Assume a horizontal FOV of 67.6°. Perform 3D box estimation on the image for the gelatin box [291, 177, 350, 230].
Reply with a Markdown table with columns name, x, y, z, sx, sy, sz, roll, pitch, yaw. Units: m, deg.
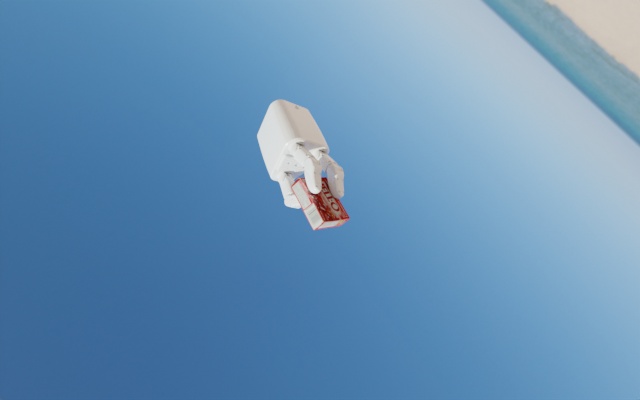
| name | x | y | z | sx | sy | sz | roll | pitch | yaw |
| --- | --- | --- | --- | --- | --- | --- | --- | --- | --- |
| gelatin box | 0.000 | 0.003 | 0.802 | 0.030 | 0.089 | 0.073 | -40 | -21 | 33 |
